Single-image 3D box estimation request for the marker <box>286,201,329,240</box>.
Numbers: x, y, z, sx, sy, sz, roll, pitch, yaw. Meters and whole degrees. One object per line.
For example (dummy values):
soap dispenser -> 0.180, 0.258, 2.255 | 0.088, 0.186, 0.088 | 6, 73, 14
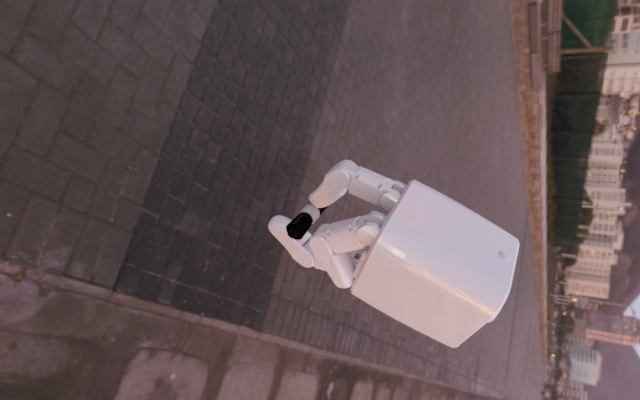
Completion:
marker -> 0.000, 0.002, 0.483 | 0.020, 0.020, 0.121 | 0, 30, 30
